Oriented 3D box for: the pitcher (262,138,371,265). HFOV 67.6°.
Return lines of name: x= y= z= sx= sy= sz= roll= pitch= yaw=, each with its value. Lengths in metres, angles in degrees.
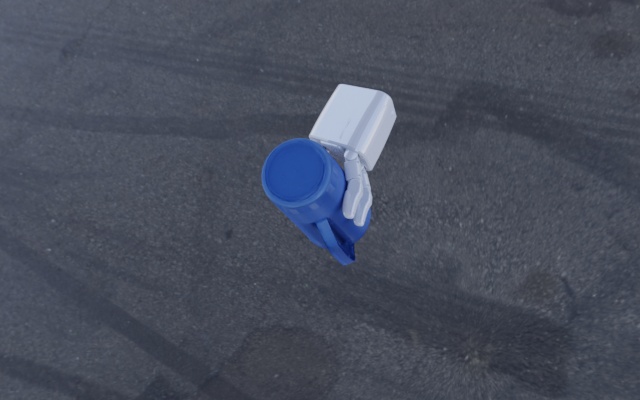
pitcher: x=0.000 y=0.002 z=0.782 sx=0.149 sy=0.145 sz=0.243 roll=25 pitch=-8 yaw=22
